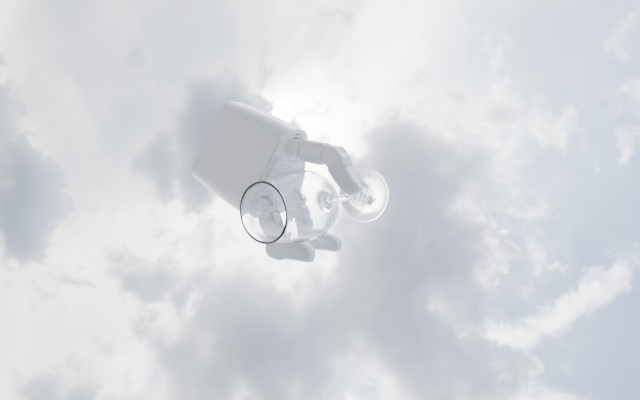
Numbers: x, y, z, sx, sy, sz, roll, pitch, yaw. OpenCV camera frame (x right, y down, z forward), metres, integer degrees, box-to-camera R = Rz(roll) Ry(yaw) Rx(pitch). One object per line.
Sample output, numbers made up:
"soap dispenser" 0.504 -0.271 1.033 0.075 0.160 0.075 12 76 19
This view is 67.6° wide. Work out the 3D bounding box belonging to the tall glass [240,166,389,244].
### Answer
"tall glass" 0.001 0.002 0.543 0.079 0.079 0.201 0 6 34
